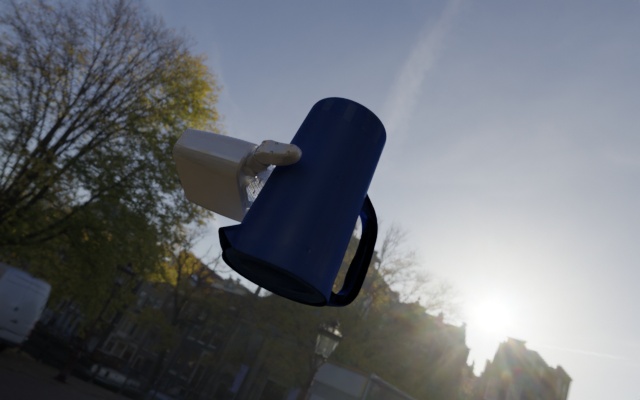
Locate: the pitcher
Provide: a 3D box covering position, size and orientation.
[{"bbox_3d":[0.000,0.002,0.587,0.145,0.242,0.149,16,-25,22],"label":"pitcher"}]
